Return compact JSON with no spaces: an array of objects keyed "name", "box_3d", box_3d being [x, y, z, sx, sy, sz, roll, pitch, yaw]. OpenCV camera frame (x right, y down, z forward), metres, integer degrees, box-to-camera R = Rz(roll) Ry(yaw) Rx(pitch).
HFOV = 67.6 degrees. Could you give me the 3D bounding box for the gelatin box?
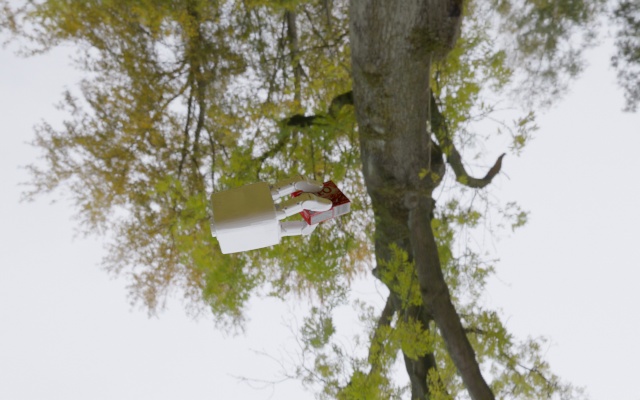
[{"name":"gelatin box","box_3d":[0.000,0.003,0.882,0.089,0.030,0.073,-18,43,-23]}]
